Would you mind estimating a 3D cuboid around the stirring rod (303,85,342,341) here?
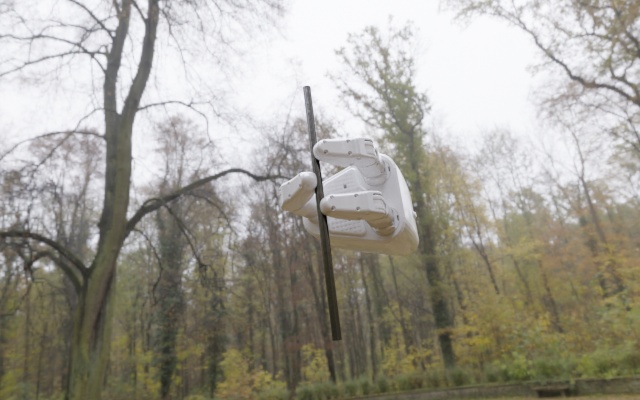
[{"bbox_3d":[0.000,0.002,0.429,0.011,0.239,0.011,-6,-20,-2],"label":"stirring rod"}]
